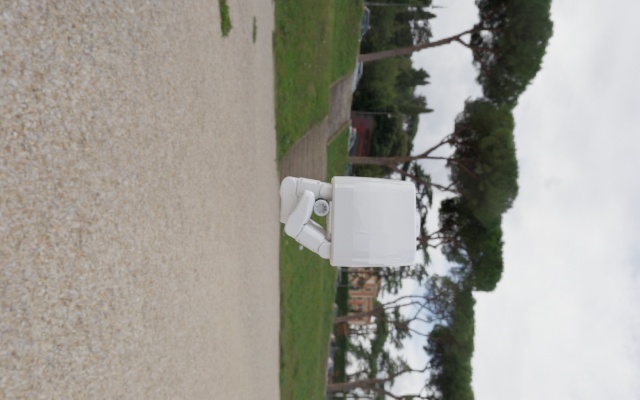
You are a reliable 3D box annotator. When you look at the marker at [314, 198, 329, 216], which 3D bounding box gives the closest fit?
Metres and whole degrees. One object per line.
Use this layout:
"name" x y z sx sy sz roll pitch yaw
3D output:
"marker" 0.000 0.002 0.644 0.020 0.020 0.121 0 7 -1
